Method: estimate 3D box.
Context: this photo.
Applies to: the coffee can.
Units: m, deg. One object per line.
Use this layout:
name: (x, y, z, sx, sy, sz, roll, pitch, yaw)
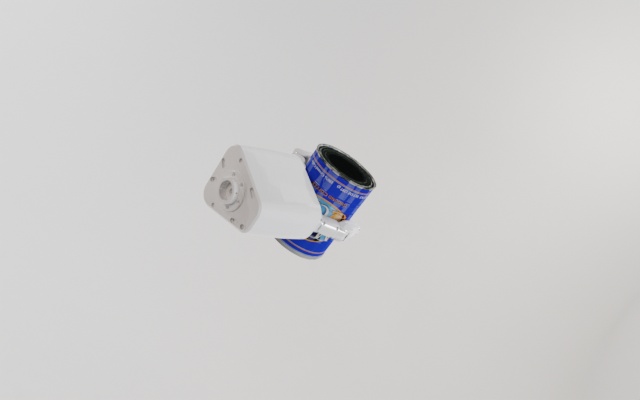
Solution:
coffee can: (0.000, 0.002, 0.705, 0.103, 0.140, 0.102, 30, 23, -14)
